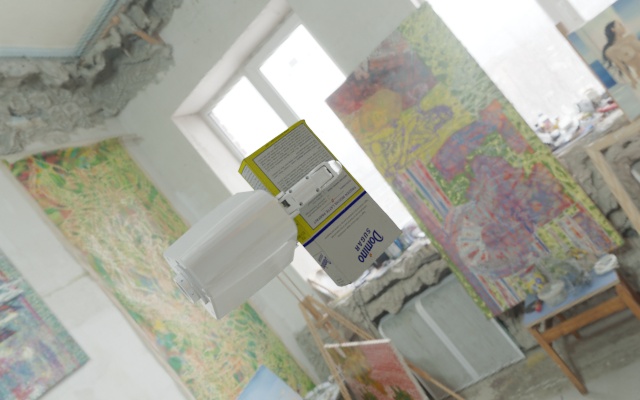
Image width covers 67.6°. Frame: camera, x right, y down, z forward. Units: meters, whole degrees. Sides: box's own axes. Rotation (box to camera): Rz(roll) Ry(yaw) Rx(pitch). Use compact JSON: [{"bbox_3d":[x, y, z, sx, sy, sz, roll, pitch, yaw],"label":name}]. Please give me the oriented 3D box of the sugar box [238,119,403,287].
[{"bbox_3d":[0.000,0.002,0.539,0.093,0.176,0.048,-40,1,-26],"label":"sugar box"}]
